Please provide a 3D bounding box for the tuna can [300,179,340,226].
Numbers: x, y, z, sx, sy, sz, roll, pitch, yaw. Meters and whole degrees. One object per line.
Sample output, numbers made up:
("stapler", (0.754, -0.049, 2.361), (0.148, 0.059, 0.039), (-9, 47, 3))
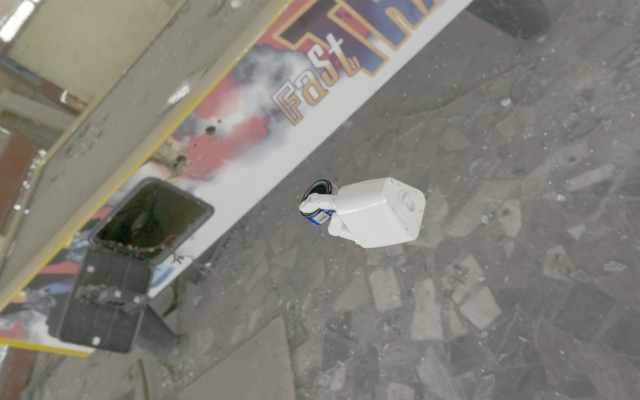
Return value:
("tuna can", (0.000, 0.003, 0.897), (0.034, 0.086, 0.086), (33, -18, -30))
